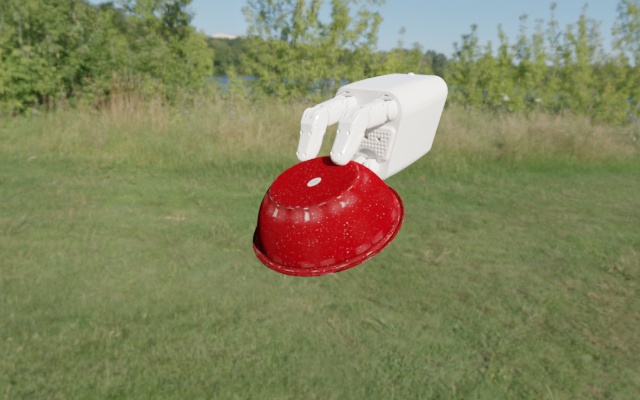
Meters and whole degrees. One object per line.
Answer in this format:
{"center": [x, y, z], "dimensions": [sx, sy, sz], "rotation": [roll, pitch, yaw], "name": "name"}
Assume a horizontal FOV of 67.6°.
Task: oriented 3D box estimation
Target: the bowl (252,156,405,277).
{"center": [-0.001, 0.002, 0.481], "dimensions": [0.162, 0.055, 0.162], "rotation": [-12, 33, 8], "name": "bowl"}
